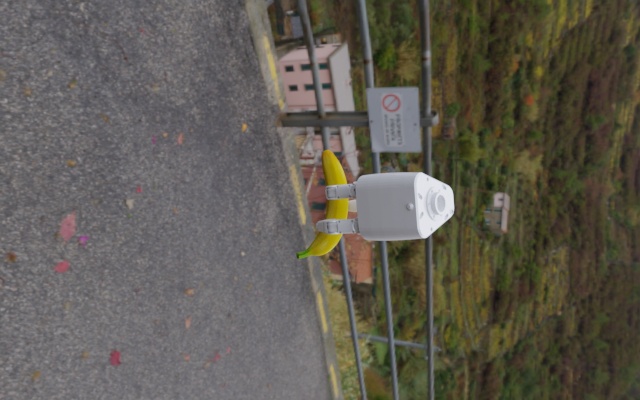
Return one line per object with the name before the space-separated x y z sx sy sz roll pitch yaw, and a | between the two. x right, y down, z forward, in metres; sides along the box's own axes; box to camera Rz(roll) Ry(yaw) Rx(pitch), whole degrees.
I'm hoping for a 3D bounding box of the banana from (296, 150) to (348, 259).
banana | 0.016 0.012 0.822 0.069 0.197 0.037 19 -15 -21
